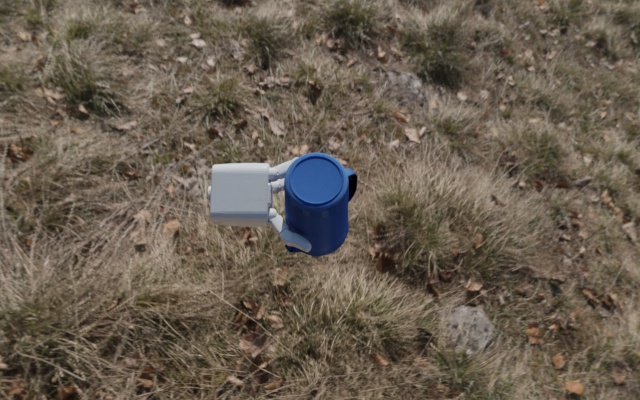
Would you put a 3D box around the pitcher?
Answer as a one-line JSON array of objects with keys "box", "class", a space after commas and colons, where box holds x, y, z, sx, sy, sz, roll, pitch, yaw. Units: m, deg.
[{"box": [0.000, 0.003, 0.898, 0.145, 0.149, 0.243, 2, -22, 0], "class": "pitcher"}]
